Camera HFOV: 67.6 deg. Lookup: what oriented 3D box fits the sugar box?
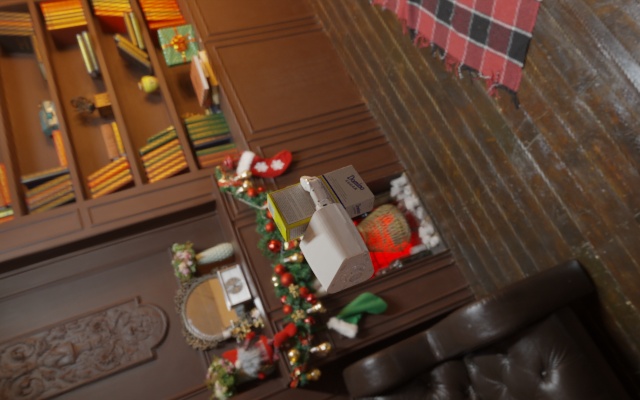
[{"bbox_3d":[0.000,0.003,0.871,0.176,0.093,0.048,-18,-37,-19],"label":"sugar box"}]
